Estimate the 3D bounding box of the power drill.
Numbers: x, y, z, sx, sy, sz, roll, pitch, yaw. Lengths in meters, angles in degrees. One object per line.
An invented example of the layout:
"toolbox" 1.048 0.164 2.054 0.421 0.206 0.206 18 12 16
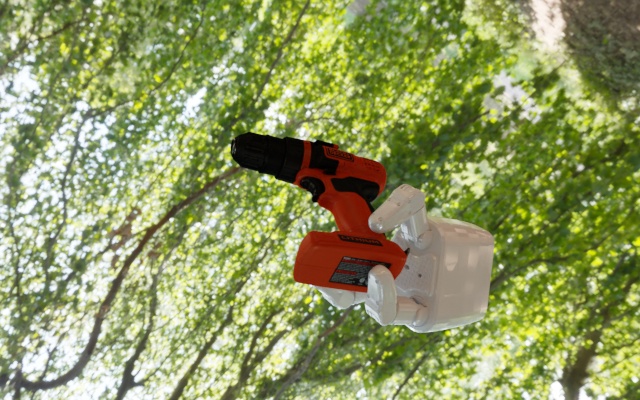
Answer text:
"power drill" 0.000 0.002 0.490 0.184 0.057 0.187 10 38 -20
